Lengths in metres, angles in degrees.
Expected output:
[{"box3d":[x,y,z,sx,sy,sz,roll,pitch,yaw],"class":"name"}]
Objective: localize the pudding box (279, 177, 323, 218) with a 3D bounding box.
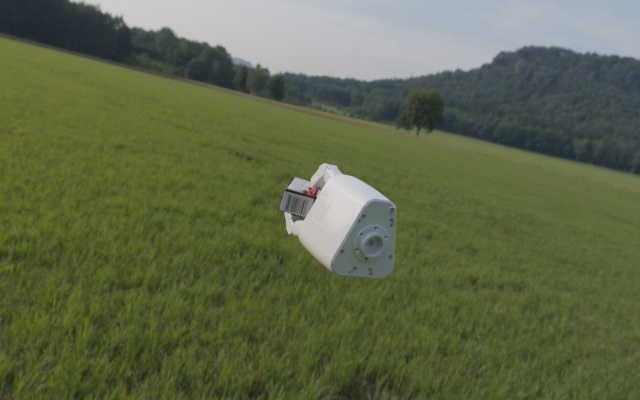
[{"box3d":[0.000,0.002,0.738,0.113,0.039,0.090,17,15,1],"class":"pudding box"}]
